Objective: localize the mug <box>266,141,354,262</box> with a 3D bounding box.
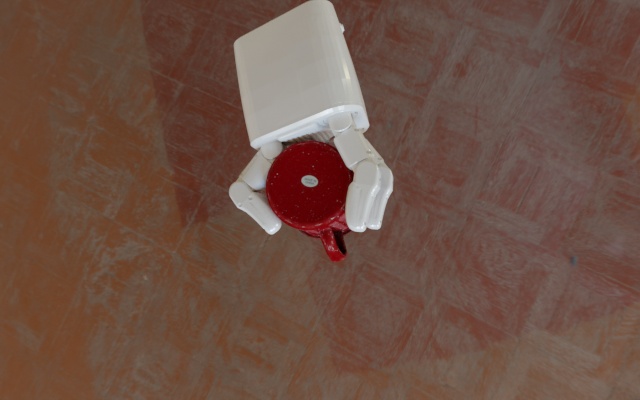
[{"bbox_3d":[0.000,0.003,0.456,0.093,0.117,0.081,-16,-9,10],"label":"mug"}]
